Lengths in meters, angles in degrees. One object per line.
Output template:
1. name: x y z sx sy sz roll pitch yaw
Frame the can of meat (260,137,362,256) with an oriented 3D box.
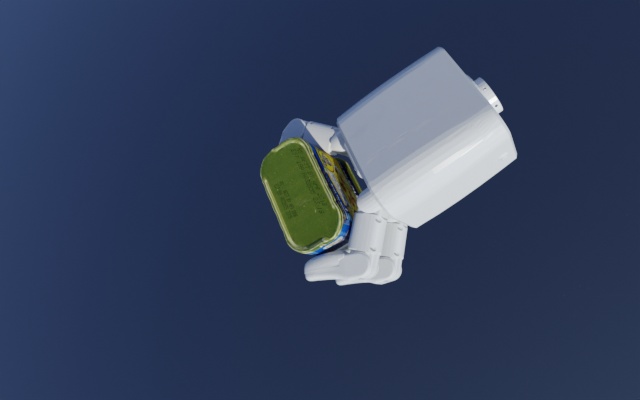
1. can of meat: 0.000 0.001 0.418 0.057 0.102 0.084 -33 -23 18
